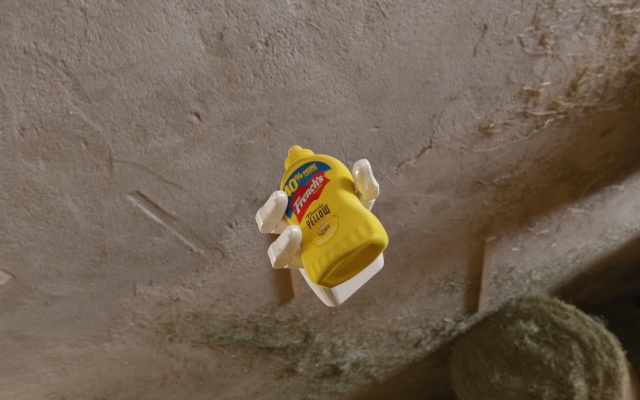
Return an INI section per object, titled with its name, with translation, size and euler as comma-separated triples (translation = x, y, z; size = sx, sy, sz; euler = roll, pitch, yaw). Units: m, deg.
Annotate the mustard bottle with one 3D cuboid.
[mustard bottle]
translation = 0.000, 0.002, 0.570
size = 0.096, 0.191, 0.058
euler = -42, -40, 19
